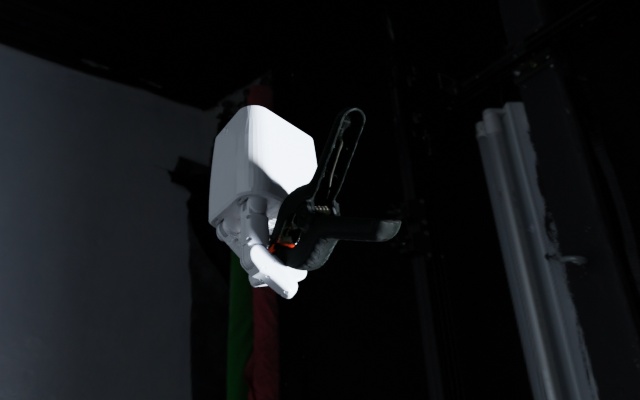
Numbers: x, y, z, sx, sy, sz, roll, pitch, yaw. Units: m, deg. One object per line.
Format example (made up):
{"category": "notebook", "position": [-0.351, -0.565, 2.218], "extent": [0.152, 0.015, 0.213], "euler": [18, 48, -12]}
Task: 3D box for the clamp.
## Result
{"category": "clamp", "position": [0.000, 0.002, 0.424], "extent": [0.039, 0.120, 0.171], "euler": [15, -31, -33]}
